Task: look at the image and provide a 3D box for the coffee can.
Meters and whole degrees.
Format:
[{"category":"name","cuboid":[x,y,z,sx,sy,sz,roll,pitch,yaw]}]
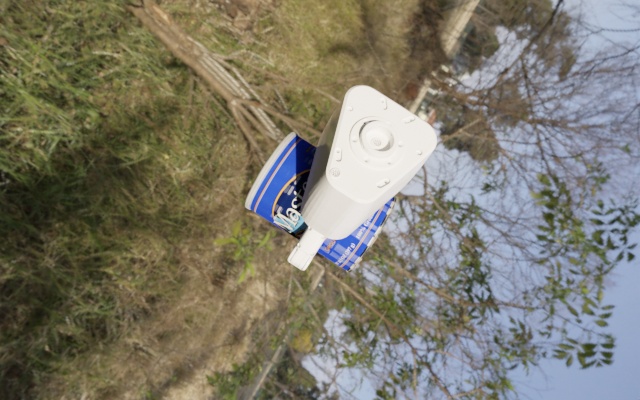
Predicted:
[{"category":"coffee can","cuboid":[0.000,0.002,0.548,0.140,0.103,0.103,33,0,0]}]
